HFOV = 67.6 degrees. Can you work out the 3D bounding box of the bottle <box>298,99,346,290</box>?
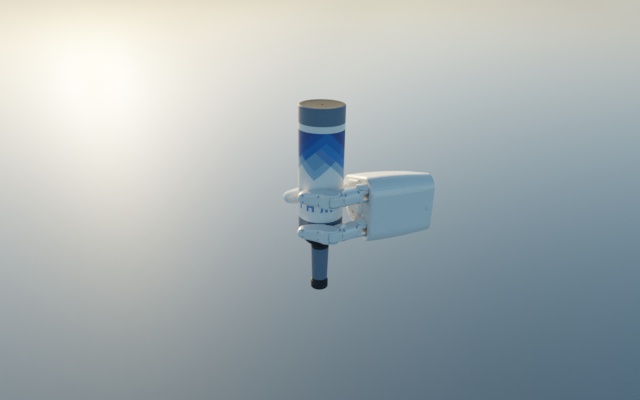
[{"bbox_3d":[0.000,0.002,0.713,0.069,0.296,0.069,1,24,0],"label":"bottle"}]
